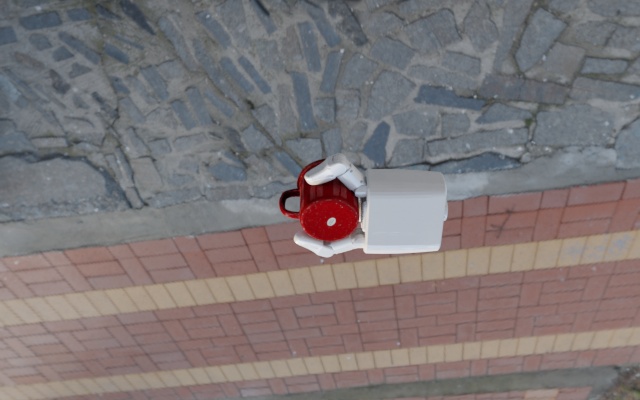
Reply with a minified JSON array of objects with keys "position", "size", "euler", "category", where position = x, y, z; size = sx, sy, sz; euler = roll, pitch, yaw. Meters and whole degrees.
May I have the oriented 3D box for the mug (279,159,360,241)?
[{"position":[-0.001,0.002,0.669],"size":[0.117,0.093,0.081],"euler":[-1,40,0],"category":"mug"}]
